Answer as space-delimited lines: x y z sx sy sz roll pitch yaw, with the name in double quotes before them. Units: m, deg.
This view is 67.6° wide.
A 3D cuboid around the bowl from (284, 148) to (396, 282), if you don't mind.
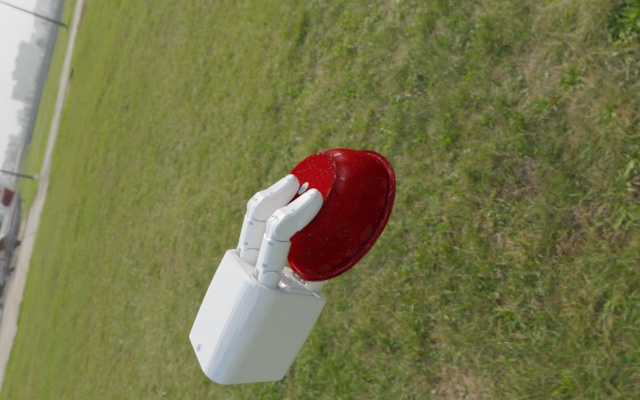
"bowl" 0.000 0.000 0.510 0.055 0.162 0.162 35 -21 -33
